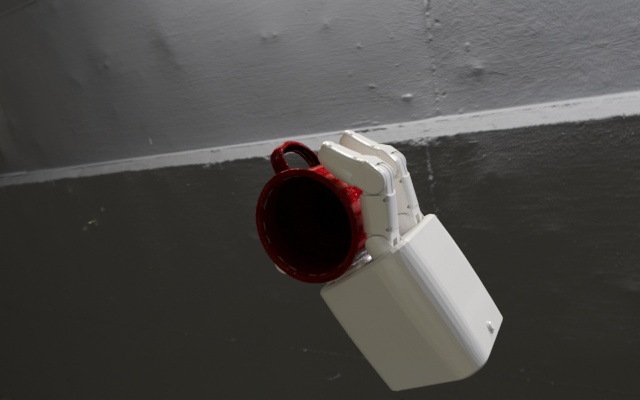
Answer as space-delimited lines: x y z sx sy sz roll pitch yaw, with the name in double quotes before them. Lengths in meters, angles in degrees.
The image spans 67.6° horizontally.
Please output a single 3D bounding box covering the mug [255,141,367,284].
"mug" -0.001 0.000 0.403 0.093 0.117 0.081 -37 -5 33
